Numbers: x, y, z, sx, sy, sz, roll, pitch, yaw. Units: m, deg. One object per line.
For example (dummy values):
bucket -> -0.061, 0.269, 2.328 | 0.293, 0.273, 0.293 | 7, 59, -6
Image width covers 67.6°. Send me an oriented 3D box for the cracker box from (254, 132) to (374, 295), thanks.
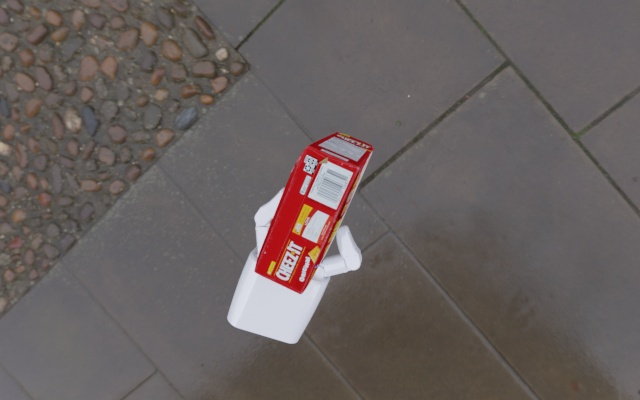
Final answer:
cracker box -> 0.000, 0.002, 0.623 | 0.072, 0.164, 0.213 | 25, 16, 4
